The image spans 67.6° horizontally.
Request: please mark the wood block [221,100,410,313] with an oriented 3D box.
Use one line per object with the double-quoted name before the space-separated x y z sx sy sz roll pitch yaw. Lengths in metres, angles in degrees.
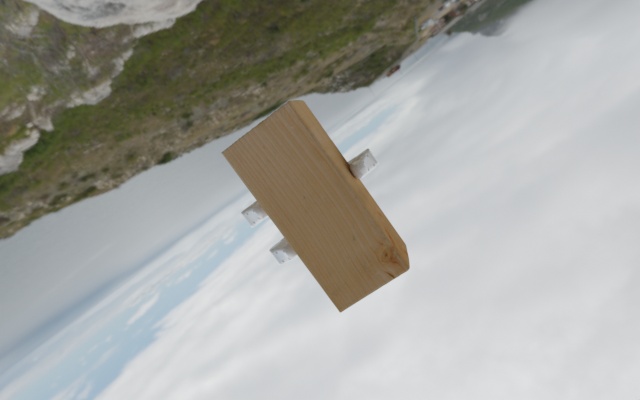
"wood block" 0.000 0.002 0.520 0.091 0.206 0.090 -35 6 13
